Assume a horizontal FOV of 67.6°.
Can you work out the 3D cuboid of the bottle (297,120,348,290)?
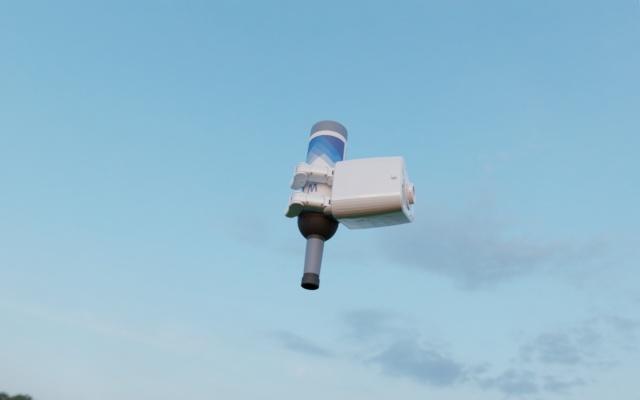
[{"bbox_3d":[0.000,0.002,0.773,0.069,0.295,0.069,5,-32,3],"label":"bottle"}]
